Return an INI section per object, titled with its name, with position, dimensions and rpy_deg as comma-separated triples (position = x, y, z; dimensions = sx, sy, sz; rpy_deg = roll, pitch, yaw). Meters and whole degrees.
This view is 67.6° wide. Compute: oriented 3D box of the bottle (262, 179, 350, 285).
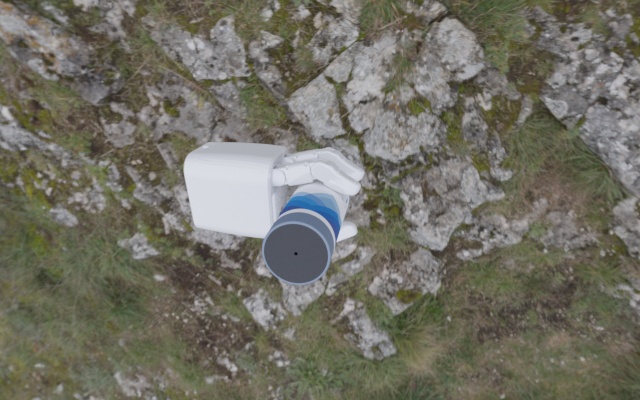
[bottle]
position = 0.000, 0.002, 0.585
dimensions = 0.069, 0.069, 0.295
rpy_deg = 0, 19, 10
